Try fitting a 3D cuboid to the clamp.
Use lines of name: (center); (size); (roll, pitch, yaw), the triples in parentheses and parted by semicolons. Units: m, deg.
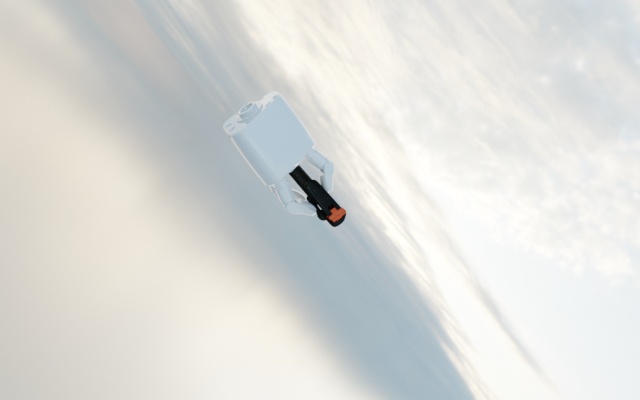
clamp: (0.001, 0.002, 0.853); (0.036, 0.165, 0.210); (-38, 30, -5)
